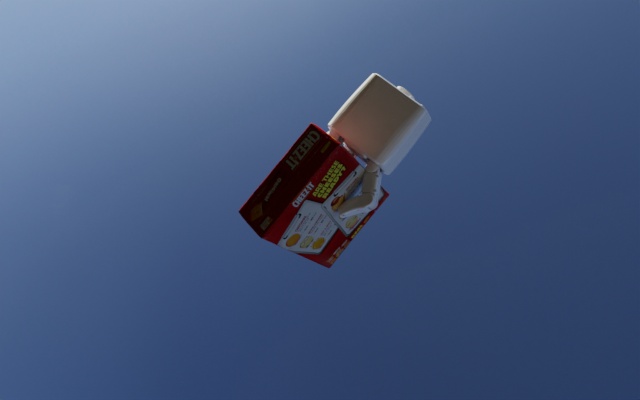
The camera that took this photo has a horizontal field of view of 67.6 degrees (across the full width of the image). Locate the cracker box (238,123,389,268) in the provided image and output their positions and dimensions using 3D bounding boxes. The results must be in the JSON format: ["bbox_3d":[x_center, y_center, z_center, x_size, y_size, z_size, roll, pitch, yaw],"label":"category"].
[{"bbox_3d":[0.000,0.003,0.726,0.072,0.164,0.214,41,3,32],"label":"cracker box"}]
